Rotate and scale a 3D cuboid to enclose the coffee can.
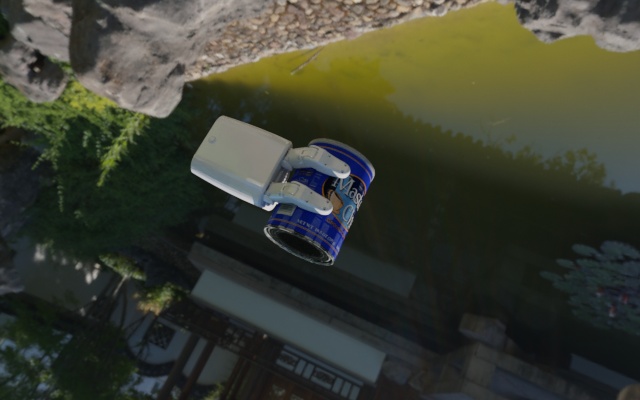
[{"bbox_3d":[0.000,0.002,0.649,0.103,0.140,0.103,23,-21,9],"label":"coffee can"}]
